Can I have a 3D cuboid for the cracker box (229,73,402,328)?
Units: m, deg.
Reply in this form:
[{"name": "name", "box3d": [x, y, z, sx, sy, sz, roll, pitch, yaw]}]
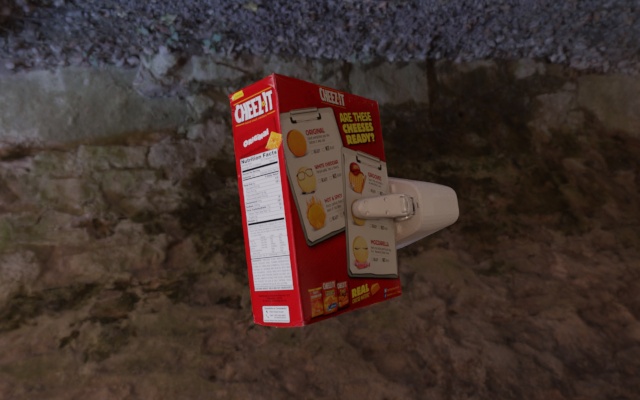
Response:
[{"name": "cracker box", "box3d": [0.000, 0.002, 0.471, 0.072, 0.213, 0.164, -11, -7, 38]}]
